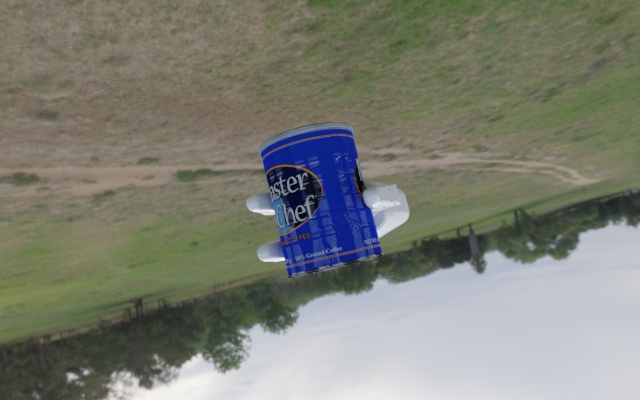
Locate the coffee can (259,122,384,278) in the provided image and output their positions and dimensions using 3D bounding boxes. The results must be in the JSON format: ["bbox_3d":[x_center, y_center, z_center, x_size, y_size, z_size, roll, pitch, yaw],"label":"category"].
[{"bbox_3d":[0.000,0.001,0.503,0.103,0.140,0.103,-13,-7,-2],"label":"coffee can"}]
